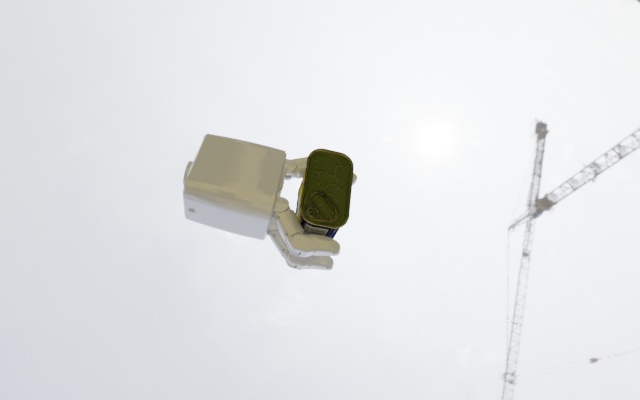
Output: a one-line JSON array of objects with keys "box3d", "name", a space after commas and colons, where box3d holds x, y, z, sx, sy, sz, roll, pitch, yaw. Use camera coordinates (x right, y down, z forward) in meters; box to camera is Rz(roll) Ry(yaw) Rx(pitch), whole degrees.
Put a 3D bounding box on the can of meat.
[{"box3d": [0.000, 0.002, 0.589, 0.057, 0.102, 0.084, 11, -28, -8], "name": "can of meat"}]
